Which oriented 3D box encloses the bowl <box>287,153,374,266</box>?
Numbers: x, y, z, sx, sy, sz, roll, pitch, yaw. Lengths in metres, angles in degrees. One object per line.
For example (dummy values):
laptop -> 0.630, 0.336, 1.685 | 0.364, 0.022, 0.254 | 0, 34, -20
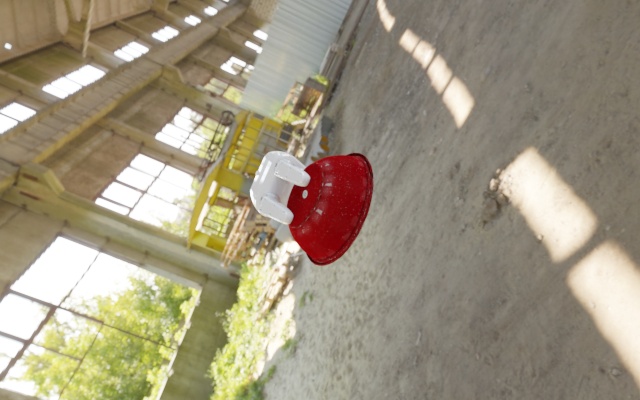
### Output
bowl -> 0.000, 0.002, 0.634 | 0.055, 0.162, 0.162 | 22, -10, -26
